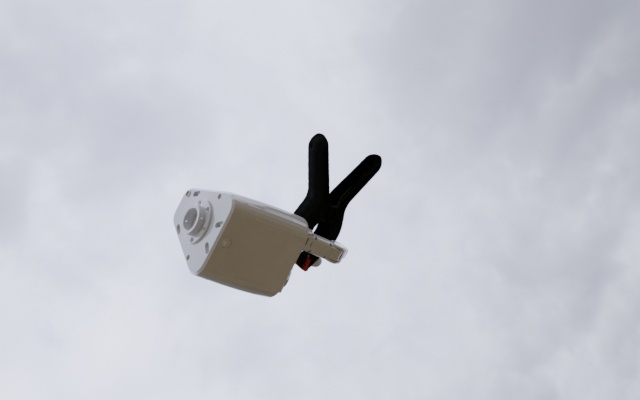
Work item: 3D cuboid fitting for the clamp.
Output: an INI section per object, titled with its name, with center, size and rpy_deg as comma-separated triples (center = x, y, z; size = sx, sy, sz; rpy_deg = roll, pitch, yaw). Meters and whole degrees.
[clamp]
center = 0.000, 0.002, 0.575
size = 0.120, 0.171, 0.039
rpy_deg = 26, 4, -42
